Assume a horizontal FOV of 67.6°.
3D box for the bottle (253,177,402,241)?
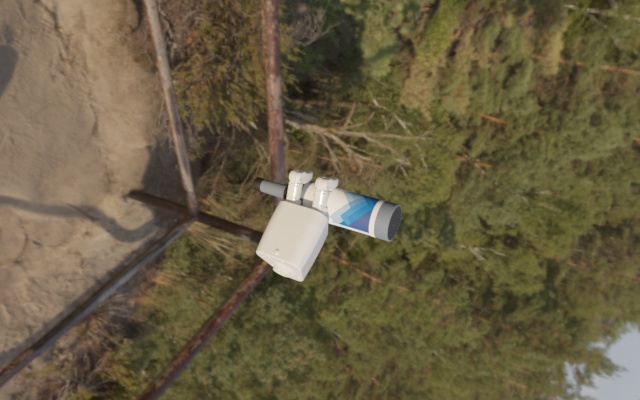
[{"bbox_3d":[0.000,0.003,0.887,0.295,0.069,0.069,16,7,26],"label":"bottle"}]
